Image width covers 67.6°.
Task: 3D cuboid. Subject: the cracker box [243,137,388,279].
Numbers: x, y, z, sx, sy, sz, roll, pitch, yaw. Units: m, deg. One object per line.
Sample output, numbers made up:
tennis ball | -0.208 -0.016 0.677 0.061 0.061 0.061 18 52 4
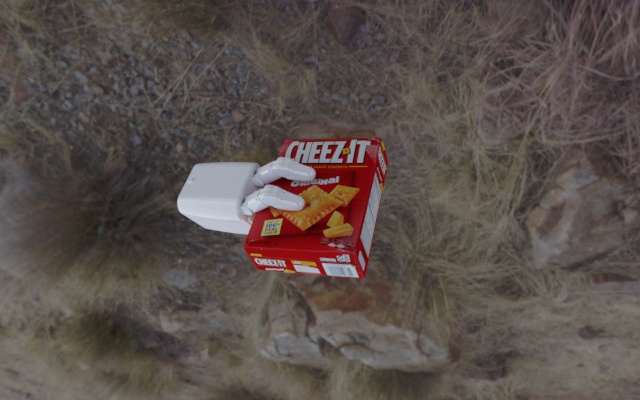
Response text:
cracker box | 0.000 0.003 0.705 0.164 0.213 0.072 2 -38 20
